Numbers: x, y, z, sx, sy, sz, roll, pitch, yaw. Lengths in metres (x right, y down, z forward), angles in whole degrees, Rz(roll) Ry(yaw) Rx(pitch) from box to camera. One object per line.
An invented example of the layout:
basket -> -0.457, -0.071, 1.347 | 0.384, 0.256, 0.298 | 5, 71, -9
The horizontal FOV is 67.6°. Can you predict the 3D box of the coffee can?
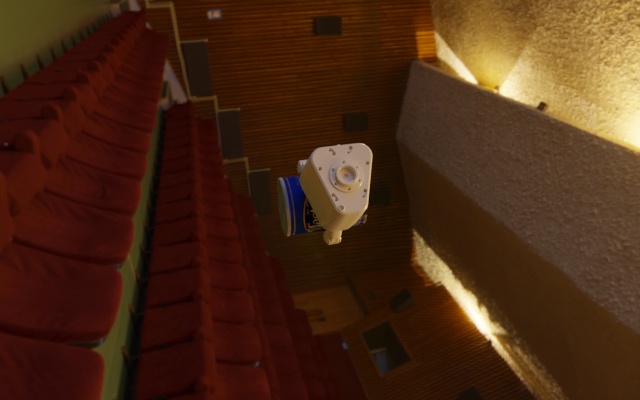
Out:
coffee can -> 0.000, 0.003, 0.842 | 0.140, 0.103, 0.103 | -8, 1, -11
